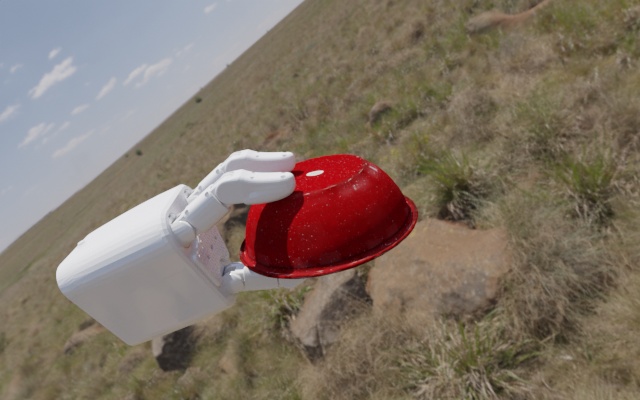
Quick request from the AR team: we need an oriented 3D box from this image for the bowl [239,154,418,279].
[{"bbox_3d":[0.001,0.001,0.416,0.162,0.055,0.162,-13,21,5],"label":"bowl"}]
